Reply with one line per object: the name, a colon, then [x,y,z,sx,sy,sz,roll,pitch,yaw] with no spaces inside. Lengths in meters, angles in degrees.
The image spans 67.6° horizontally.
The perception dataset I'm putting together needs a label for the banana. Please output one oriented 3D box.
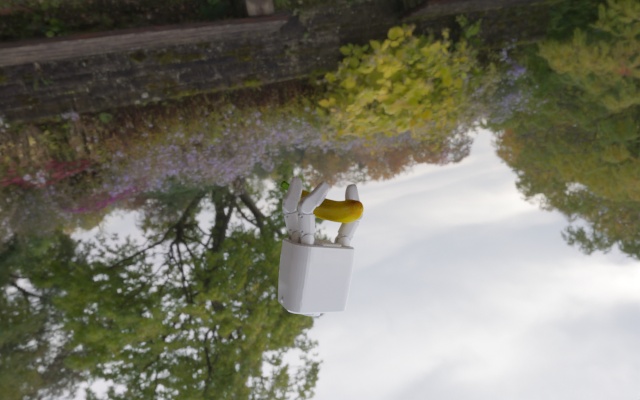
banana: [0.010,0.010,0.778,0.198,0.037,0.070,14,-15,48]
